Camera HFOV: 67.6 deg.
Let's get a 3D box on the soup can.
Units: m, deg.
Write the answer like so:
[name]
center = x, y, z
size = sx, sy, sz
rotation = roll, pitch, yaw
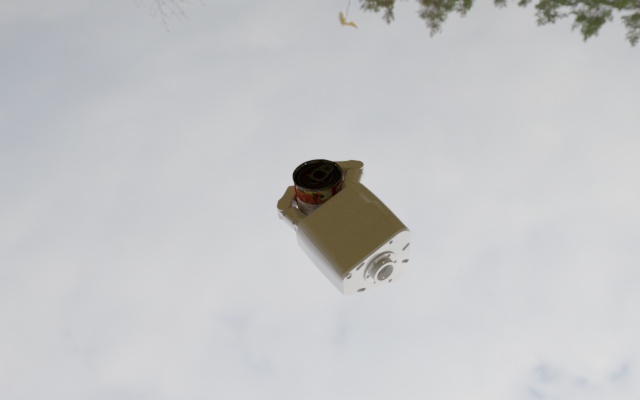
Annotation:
[soup can]
center = 0.000, 0.002, 0.670
size = 0.068, 0.102, 0.068
rotation = -4, 41, 3
